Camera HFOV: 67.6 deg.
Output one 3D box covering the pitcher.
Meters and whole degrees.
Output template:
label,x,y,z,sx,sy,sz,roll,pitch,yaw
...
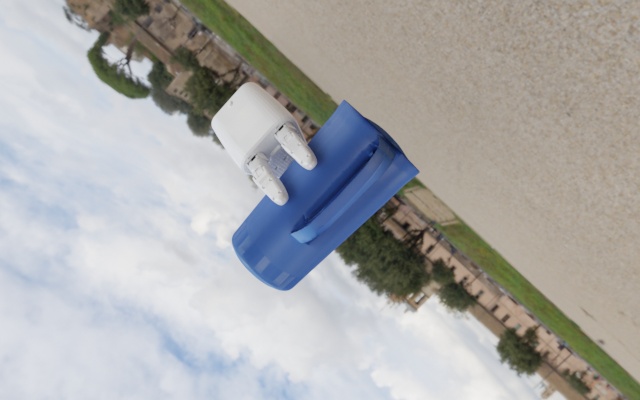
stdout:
label,x,y,z,sx,sy,sz,roll,pitch,yaw
pitcher,0.000,0.002,0.612,0.145,0.243,0.149,49,10,32
